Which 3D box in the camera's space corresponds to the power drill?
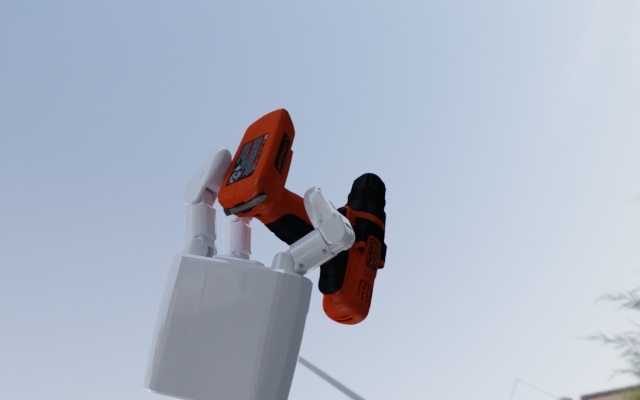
[{"bbox_3d":[0.000,0.001,0.466,0.057,0.184,0.188,-23,-52,35],"label":"power drill"}]
